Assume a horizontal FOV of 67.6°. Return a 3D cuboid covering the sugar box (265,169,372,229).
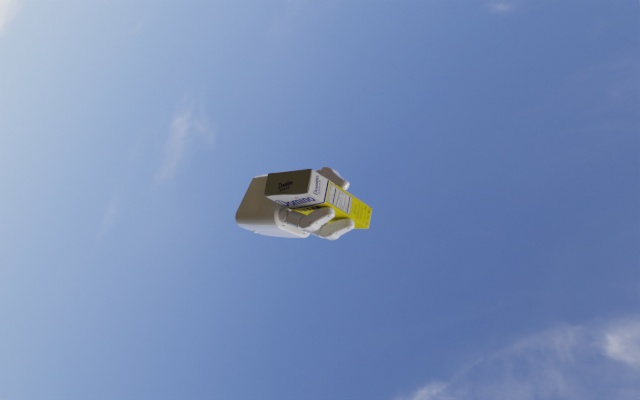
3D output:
[{"bbox_3d":[0.000,0.003,0.784,0.093,0.048,0.176,-3,-19,38],"label":"sugar box"}]
